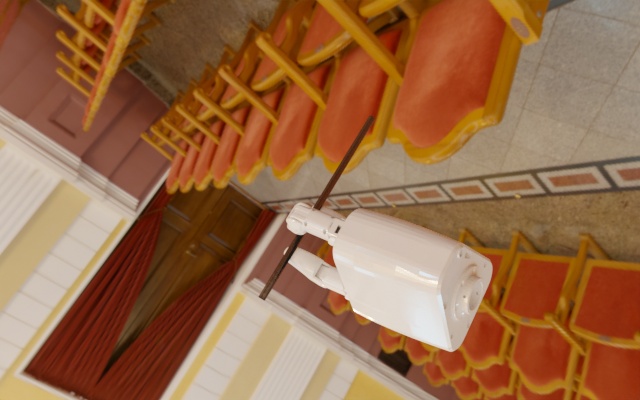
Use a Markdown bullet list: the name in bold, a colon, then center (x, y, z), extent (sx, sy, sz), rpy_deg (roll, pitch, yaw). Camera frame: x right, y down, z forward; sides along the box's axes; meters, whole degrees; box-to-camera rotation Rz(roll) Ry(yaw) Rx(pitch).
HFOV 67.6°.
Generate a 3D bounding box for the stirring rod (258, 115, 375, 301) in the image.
- **stirring rod**: center (0.000, 0.002, 0.519), extent (0.011, 0.239, 0.011), rpy_deg (28, -17, 10)
